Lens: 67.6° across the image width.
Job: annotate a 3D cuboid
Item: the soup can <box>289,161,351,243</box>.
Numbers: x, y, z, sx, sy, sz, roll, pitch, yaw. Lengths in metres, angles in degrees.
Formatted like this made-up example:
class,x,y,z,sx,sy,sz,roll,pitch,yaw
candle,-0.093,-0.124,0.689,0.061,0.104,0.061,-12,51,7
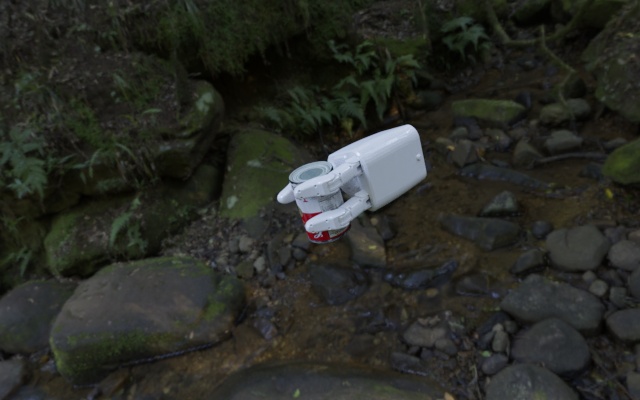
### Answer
class,x,y,z,sx,sy,sz,roll,pitch,yaw
soup can,0.000,0.002,0.701,0.068,0.102,0.068,-14,26,7
